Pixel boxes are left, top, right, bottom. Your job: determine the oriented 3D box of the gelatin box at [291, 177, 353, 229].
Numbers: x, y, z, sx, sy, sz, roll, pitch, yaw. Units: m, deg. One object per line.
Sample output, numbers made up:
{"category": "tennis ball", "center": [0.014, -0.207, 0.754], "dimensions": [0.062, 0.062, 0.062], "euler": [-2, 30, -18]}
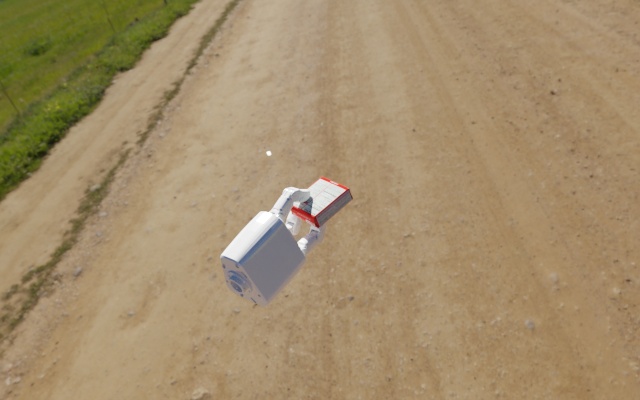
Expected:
{"category": "gelatin box", "center": [0.000, 0.002, 0.842], "dimensions": [0.089, 0.030, 0.073], "euler": [-40, 41, -23]}
